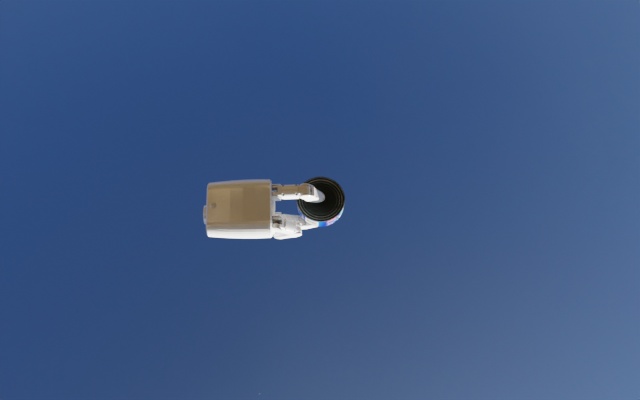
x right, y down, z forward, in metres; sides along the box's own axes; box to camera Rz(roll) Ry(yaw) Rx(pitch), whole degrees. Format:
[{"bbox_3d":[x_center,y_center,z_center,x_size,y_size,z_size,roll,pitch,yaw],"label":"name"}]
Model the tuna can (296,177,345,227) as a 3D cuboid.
[{"bbox_3d":[0.000,0.003,0.853,0.086,0.086,0.034,0,-22,-1],"label":"tuna can"}]
